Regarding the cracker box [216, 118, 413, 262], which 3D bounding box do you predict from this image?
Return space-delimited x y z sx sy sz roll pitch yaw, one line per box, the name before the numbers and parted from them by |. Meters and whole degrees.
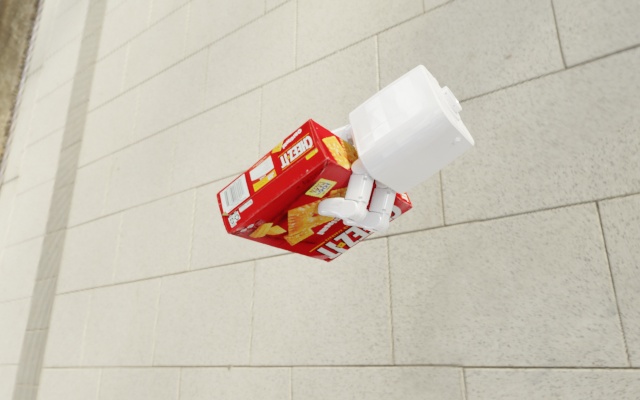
cracker box | 0.000 0.002 0.630 0.164 0.072 0.214 -35 -34 23
